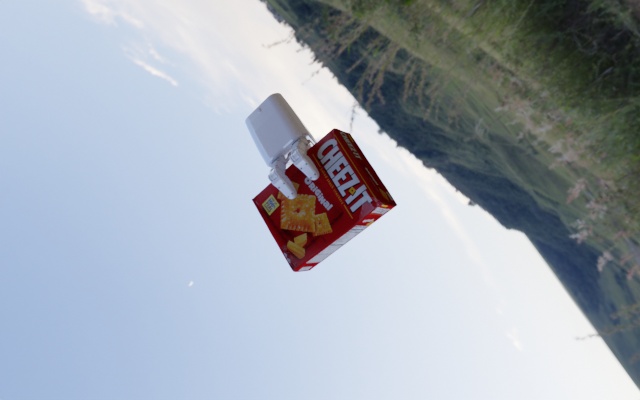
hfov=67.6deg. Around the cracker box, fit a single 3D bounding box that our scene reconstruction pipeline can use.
[{"bbox_3d":[0.000,0.003,0.850,0.214,0.164,0.072,-39,-20,22],"label":"cracker box"}]
